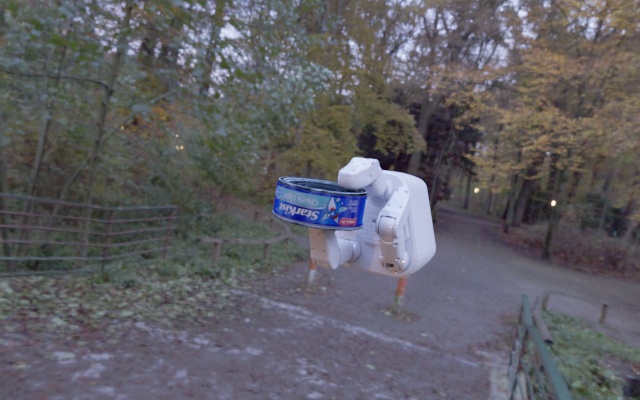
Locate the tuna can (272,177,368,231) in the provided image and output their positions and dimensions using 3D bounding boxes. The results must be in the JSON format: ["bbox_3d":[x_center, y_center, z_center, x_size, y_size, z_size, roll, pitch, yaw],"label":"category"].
[{"bbox_3d":[0.000,0.001,0.441,0.086,0.034,0.086,8,9,-1],"label":"tuna can"}]
